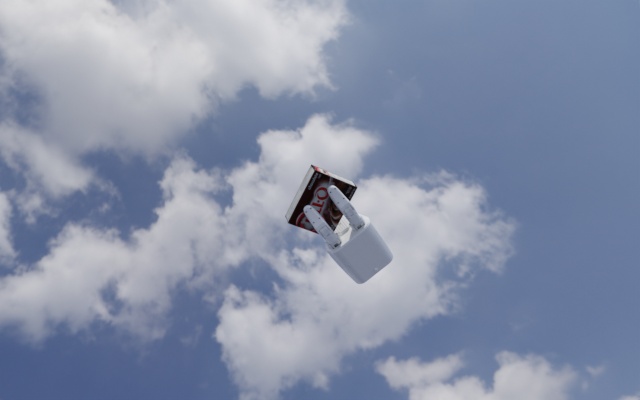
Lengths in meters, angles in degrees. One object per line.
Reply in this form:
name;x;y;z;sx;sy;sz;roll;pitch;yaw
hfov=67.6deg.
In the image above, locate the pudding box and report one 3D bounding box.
pudding box;0.000;0.003;0.864;0.090;0.113;0.039;21;14;-24
